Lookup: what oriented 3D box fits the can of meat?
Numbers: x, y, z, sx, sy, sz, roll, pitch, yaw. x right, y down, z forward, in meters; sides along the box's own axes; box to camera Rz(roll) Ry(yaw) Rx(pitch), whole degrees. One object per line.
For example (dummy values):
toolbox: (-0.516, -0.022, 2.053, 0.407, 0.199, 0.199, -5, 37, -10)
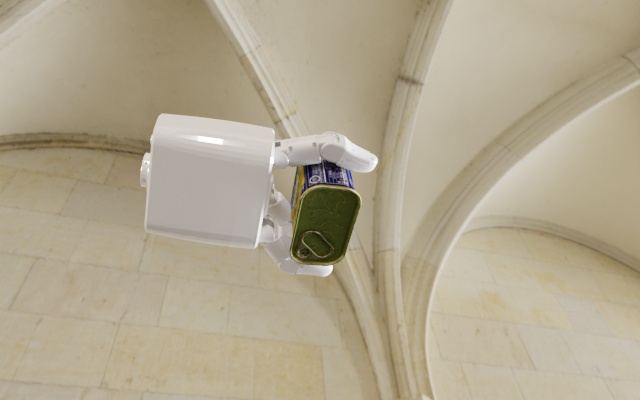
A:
can of meat: (0.000, 0.001, 0.489, 0.057, 0.102, 0.083, 5, 39, -10)
